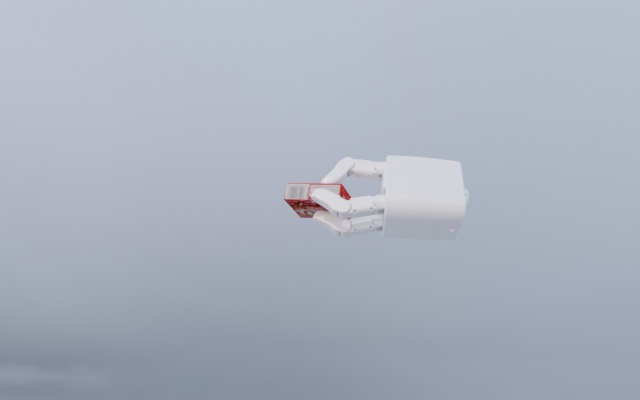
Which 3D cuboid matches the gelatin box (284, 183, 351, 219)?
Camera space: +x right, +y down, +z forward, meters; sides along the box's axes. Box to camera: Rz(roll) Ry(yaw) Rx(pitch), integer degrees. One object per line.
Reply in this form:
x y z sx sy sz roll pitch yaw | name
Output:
0.000 0.002 0.708 0.089 0.030 0.073 1 -22 19 | gelatin box
